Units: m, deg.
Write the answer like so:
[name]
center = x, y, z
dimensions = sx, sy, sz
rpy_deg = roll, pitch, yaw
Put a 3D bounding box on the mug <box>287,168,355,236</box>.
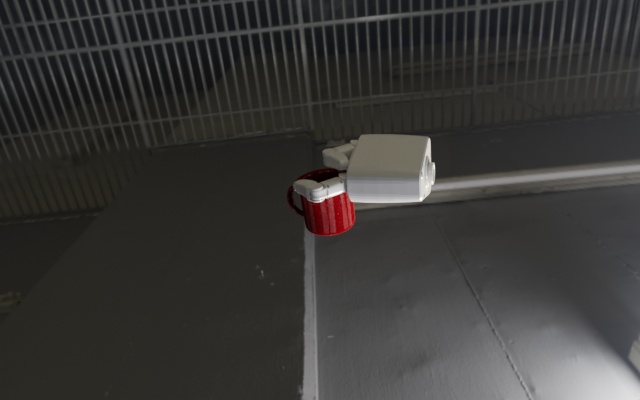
[mug]
center = -0.001, 0.003, 0.762
dimensions = 0.117, 0.081, 0.093
rpy_deg = 2, 26, 23
